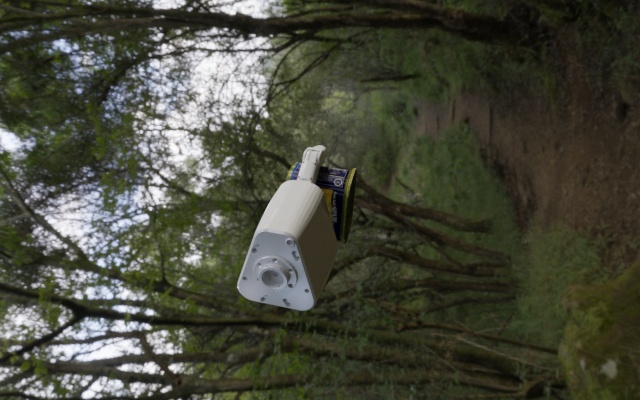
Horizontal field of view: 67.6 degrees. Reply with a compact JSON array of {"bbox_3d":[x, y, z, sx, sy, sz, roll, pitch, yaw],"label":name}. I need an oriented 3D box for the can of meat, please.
[{"bbox_3d":[0.000,0.002,0.641,0.084,0.102,0.057,9,35,10],"label":"can of meat"}]
